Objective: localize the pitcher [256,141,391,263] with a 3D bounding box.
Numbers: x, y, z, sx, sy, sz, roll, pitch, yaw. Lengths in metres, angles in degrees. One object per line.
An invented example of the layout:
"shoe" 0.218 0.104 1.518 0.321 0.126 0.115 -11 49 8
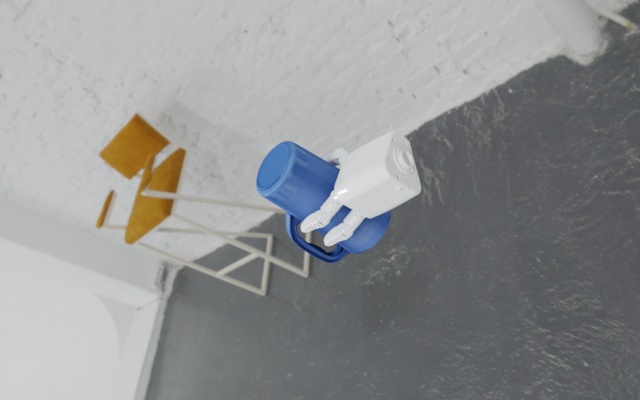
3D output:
"pitcher" 0.000 0.003 0.876 0.243 0.149 0.145 31 -42 -33
